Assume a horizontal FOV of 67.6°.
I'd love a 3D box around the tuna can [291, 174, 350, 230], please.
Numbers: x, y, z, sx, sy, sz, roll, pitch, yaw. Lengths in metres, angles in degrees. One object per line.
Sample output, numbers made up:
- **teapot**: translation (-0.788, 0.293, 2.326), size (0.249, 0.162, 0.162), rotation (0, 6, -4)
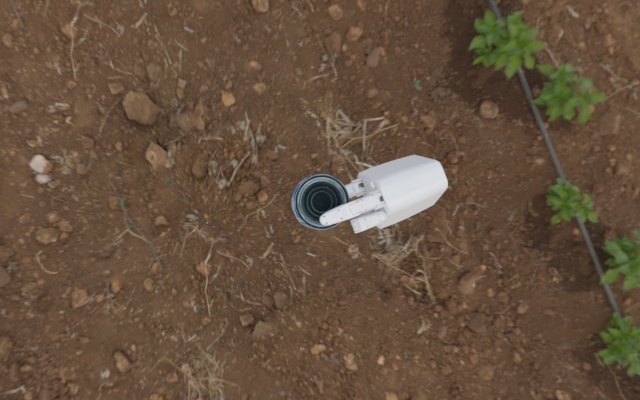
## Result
- **tuna can**: translation (0.000, 0.002, 0.719), size (0.086, 0.086, 0.034), rotation (0, -1, -8)
